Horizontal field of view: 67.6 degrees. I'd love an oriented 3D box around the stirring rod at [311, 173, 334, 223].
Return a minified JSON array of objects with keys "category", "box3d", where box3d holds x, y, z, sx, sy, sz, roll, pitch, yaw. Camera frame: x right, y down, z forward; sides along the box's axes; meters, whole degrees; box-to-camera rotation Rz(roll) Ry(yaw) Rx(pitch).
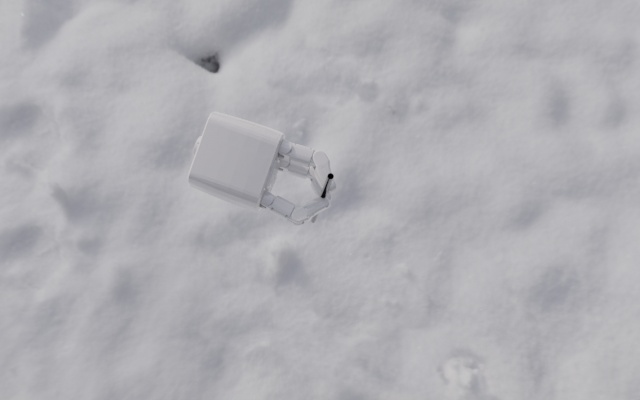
[{"category":"stirring rod","box3d":[0.000,0.002,0.704,0.011,0.011,0.239,0,-16,-6]}]
